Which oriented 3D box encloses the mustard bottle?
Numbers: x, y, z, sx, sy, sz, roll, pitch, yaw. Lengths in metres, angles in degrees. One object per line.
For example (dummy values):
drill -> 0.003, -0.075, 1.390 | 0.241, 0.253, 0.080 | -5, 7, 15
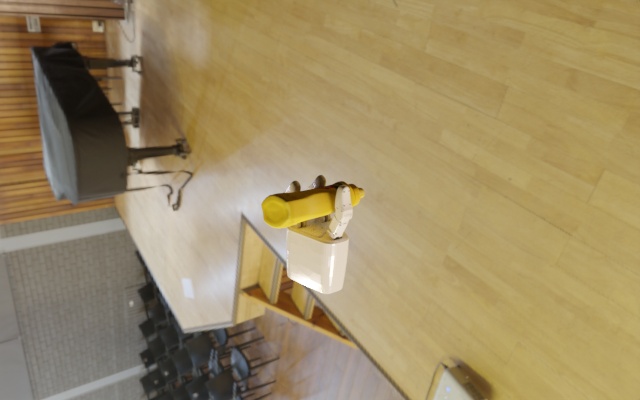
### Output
mustard bottle -> 0.000, 0.002, 0.837 | 0.191, 0.058, 0.096 | -12, 2, -34
